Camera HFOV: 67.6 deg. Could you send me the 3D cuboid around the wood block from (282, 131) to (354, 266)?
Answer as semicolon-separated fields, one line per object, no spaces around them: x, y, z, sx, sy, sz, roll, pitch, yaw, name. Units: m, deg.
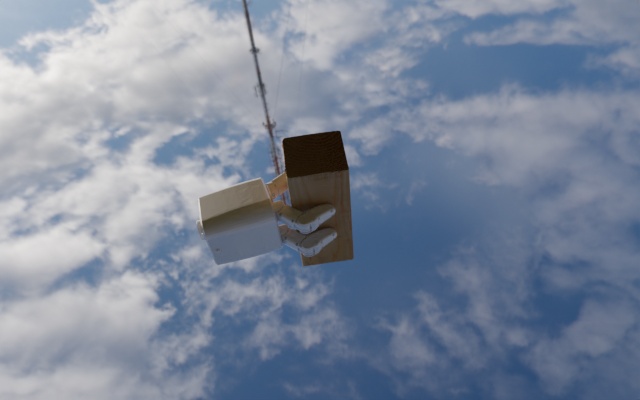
0.000;0.002;0.754;0.090;0.090;0.206;-8;-43;-2;wood block
